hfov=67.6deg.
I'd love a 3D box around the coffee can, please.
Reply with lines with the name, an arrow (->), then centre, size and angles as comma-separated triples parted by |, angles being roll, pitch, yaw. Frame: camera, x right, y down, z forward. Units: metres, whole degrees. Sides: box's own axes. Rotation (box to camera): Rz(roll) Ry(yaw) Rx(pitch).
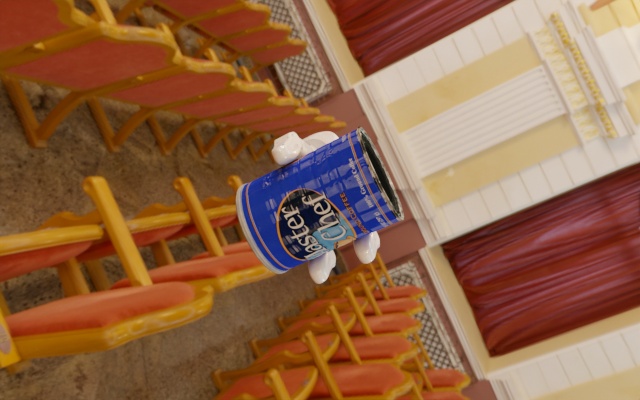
coffee can -> 0.000, 0.002, 0.489 | 0.140, 0.103, 0.103 | -25, -7, 14
